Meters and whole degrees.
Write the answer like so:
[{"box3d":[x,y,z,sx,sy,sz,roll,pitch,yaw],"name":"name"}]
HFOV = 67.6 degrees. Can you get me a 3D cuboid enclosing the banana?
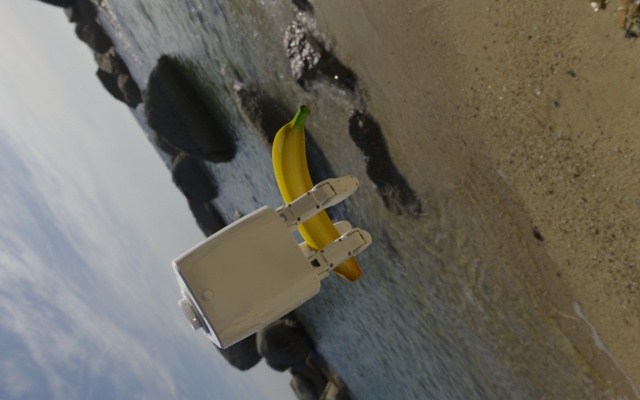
[{"box3d":[-0.012,0.000,0.528,0.037,0.198,0.069,-25,10,-34],"name":"banana"}]
